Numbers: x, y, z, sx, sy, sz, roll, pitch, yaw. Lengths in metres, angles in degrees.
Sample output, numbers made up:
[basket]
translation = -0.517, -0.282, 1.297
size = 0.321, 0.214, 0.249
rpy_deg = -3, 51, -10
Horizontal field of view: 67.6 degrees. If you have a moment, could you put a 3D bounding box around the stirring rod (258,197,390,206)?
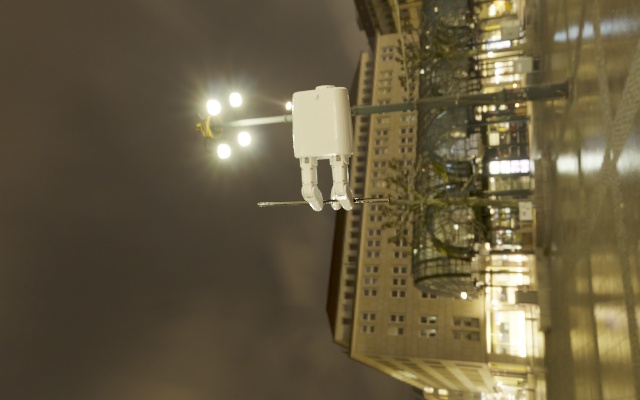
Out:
[stirring rod]
translation = 0.000, 0.003, 0.823
size = 0.239, 0.011, 0.011
rpy_deg = -2, -1, 21
